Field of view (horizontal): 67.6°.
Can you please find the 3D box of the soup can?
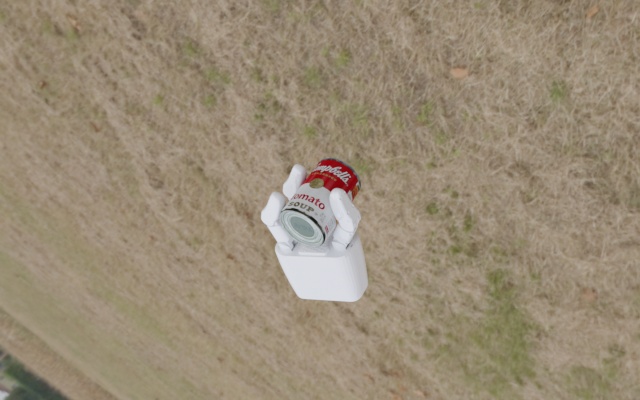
[{"bbox_3d":[0.000,0.002,0.619,0.068,0.068,0.102,0,42,41],"label":"soup can"}]
